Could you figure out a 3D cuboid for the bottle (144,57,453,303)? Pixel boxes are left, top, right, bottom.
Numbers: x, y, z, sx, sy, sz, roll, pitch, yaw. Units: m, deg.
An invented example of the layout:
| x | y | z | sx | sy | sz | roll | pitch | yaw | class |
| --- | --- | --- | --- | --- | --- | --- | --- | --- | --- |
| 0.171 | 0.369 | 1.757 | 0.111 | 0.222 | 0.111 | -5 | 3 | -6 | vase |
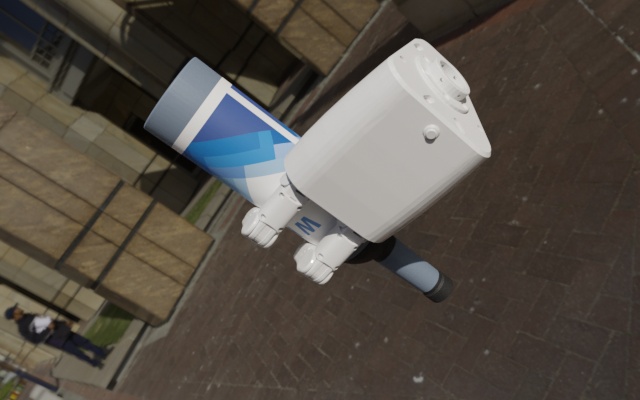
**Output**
| x | y | z | sx | sy | sz | roll | pitch | yaw | class |
| --- | --- | --- | --- | --- | --- | --- | --- | --- | --- |
| 0.000 | 0.001 | 0.403 | 0.296 | 0.069 | 0.069 | 36 | -12 | -17 | bottle |
